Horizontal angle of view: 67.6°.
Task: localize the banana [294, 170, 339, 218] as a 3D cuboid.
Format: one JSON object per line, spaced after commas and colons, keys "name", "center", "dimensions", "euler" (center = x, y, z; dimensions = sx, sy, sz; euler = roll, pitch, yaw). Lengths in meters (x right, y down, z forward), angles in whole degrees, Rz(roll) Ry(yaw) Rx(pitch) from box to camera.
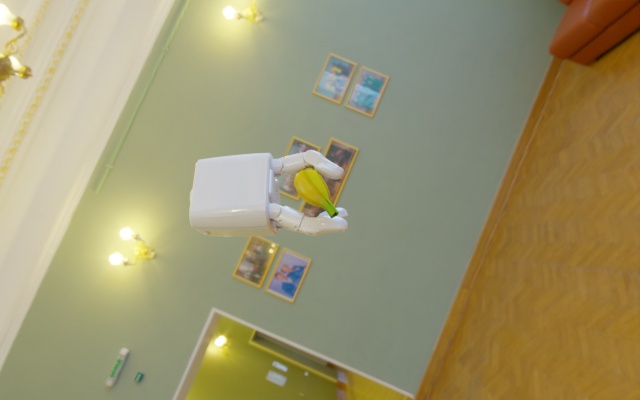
{"name": "banana", "center": [-0.009, -0.014, 0.678], "dimensions": [0.037, 0.069, 0.198], "euler": [-30, 6, 3]}
